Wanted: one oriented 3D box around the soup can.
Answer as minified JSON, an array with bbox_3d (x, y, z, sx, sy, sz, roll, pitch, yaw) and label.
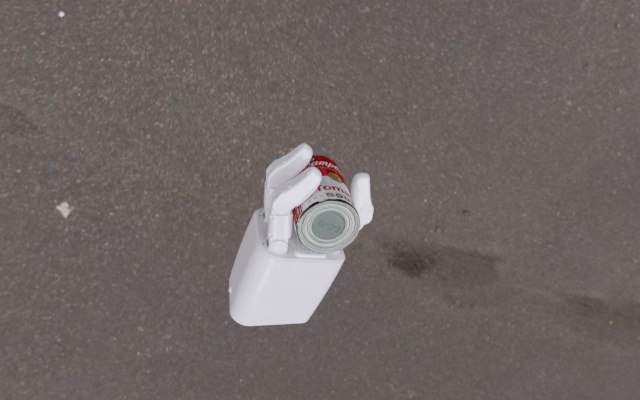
[{"bbox_3d":[0.000,0.001,0.524,0.068,0.068,0.102,0,31,-11],"label":"soup can"}]
